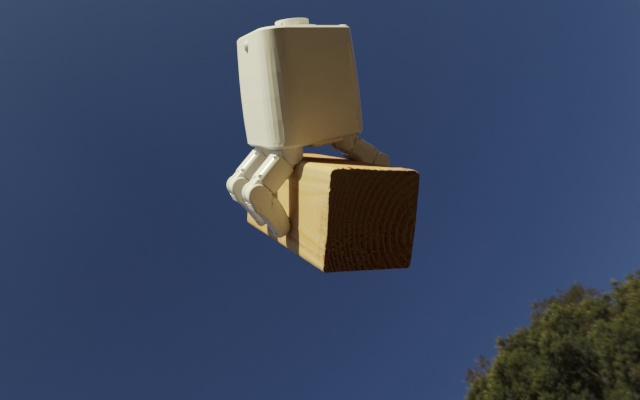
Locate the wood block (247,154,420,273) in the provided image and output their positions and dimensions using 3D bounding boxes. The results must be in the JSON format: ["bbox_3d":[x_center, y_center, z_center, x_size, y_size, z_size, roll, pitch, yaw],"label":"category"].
[{"bbox_3d":[0.000,0.001,0.494,0.091,0.090,0.206,0,9,-26],"label":"wood block"}]
